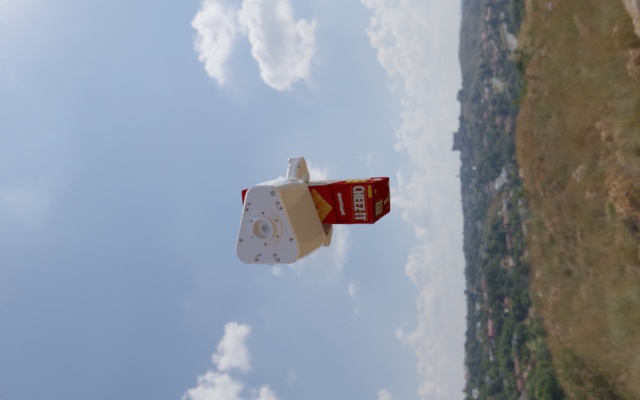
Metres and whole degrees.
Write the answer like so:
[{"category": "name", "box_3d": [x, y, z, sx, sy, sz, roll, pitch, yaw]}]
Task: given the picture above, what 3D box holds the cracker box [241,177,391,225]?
[{"category": "cracker box", "box_3d": [0.000, 0.002, 0.801, 0.214, 0.072, 0.164, -2, 5, 17]}]
